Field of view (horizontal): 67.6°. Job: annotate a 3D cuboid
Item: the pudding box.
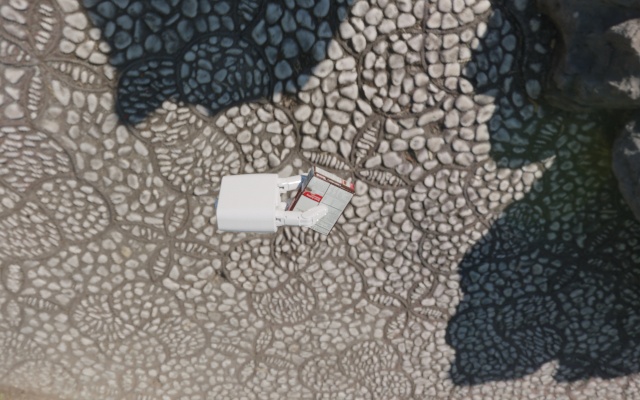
[{"bbox_3d":[0.000,0.003,0.900,0.090,0.113,0.039,24,30,-15],"label":"pudding box"}]
